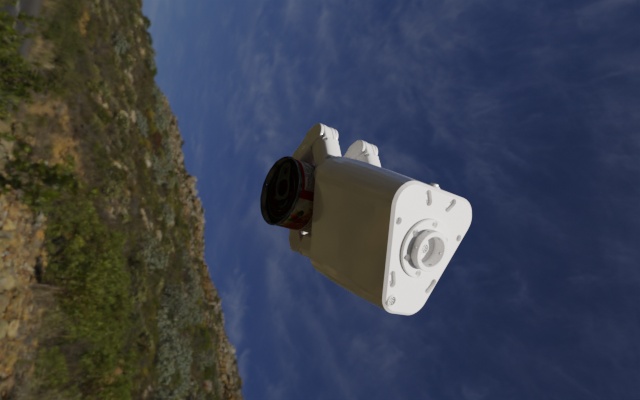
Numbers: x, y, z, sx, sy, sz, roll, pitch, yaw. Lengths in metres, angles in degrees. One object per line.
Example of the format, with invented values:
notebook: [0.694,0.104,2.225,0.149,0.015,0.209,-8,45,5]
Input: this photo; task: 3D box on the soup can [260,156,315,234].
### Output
soup can: [0.000,0.002,0.485,0.102,0.068,0.068,16,-9,-35]
